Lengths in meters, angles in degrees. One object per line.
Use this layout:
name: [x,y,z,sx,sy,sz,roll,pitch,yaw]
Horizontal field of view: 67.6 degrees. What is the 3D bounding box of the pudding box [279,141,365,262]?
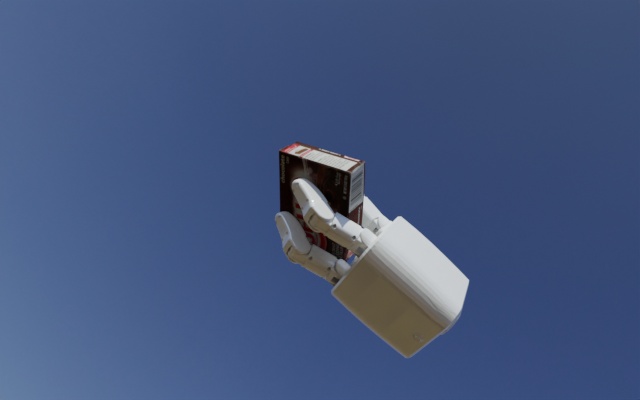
pudding box: [0.000,0.002,0.518,0.090,0.113,0.039,19,32,28]
